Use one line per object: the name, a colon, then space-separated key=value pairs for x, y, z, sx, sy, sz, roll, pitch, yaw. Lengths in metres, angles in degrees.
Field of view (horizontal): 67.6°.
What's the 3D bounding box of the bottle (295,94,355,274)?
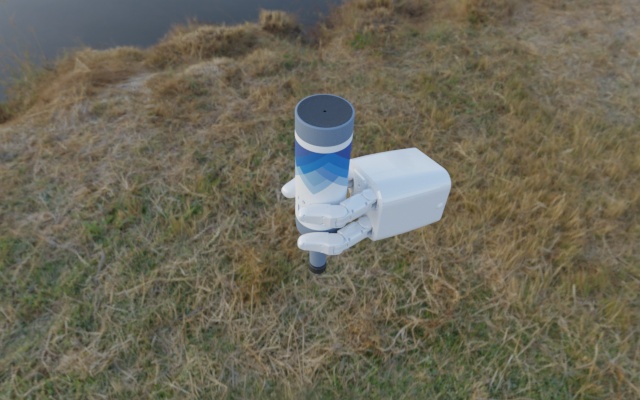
bottle: x=0.000 y=0.002 z=0.634 sx=0.069 sy=0.069 sz=0.296 roll=0 pitch=-43 yaw=-3
